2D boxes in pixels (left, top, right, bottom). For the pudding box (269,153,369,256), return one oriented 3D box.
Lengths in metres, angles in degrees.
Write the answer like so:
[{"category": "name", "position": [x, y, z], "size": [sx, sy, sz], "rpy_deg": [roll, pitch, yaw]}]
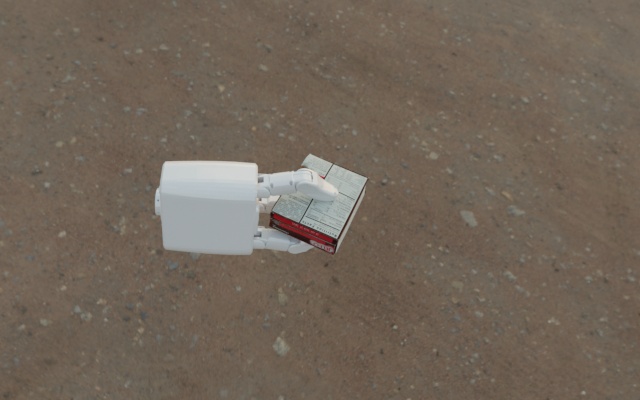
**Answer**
[{"category": "pudding box", "position": [0.000, 0.002, 0.596], "size": [0.090, 0.113, 0.039], "rpy_deg": [24, -35, 8]}]
